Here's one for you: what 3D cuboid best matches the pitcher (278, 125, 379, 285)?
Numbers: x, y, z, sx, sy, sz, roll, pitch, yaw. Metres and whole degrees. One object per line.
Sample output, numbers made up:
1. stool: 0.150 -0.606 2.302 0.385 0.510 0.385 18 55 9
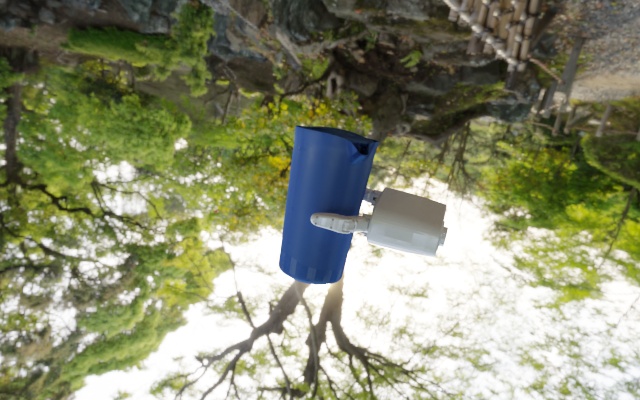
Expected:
1. pitcher: 0.000 0.003 0.775 0.145 0.243 0.149 14 11 12
